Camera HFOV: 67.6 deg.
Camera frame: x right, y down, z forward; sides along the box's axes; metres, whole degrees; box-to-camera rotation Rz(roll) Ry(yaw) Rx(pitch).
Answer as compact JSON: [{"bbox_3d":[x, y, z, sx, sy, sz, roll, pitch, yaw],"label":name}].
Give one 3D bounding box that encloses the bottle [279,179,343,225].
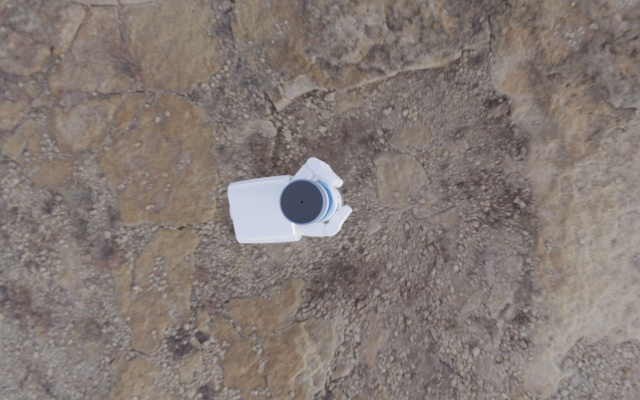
[{"bbox_3d":[0.000,0.003,0.822,0.069,0.069,0.296,0,0,11],"label":"bottle"}]
